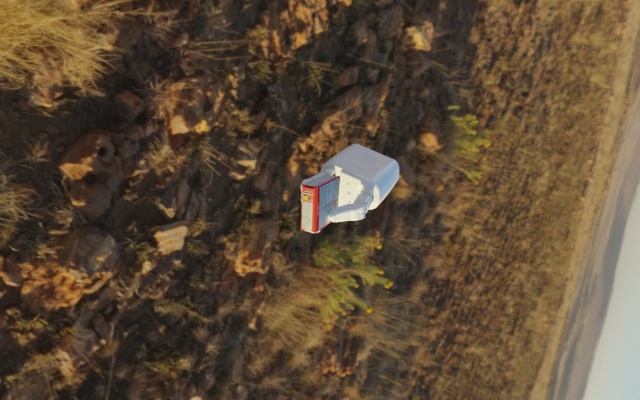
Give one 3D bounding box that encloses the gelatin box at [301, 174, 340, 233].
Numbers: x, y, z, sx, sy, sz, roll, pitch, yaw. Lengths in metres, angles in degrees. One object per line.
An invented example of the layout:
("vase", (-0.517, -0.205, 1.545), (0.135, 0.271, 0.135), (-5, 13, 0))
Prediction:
("gelatin box", (0.000, 0.003, 0.755), (0.030, 0.073, 0.089), (10, 19, 23))
